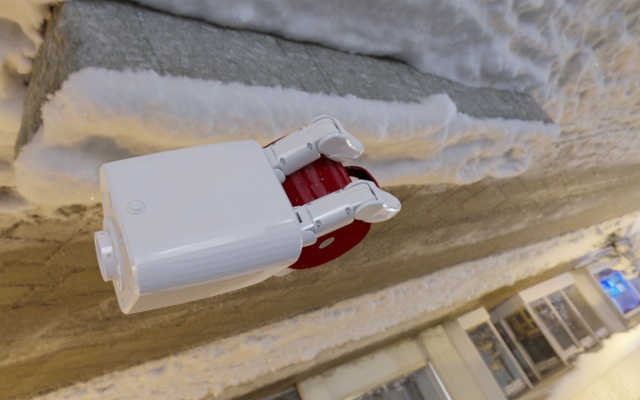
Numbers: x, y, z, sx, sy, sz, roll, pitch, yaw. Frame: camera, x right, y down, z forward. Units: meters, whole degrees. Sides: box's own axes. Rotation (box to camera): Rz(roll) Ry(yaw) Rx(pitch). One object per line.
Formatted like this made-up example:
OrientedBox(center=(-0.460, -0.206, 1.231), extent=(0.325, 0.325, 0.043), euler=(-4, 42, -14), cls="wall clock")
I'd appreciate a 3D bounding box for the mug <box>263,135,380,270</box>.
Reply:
OrientedBox(center=(0.001, 0.001, 0.401), extent=(0.117, 0.081, 0.093), euler=(-12, -30, -30), cls="mug")
